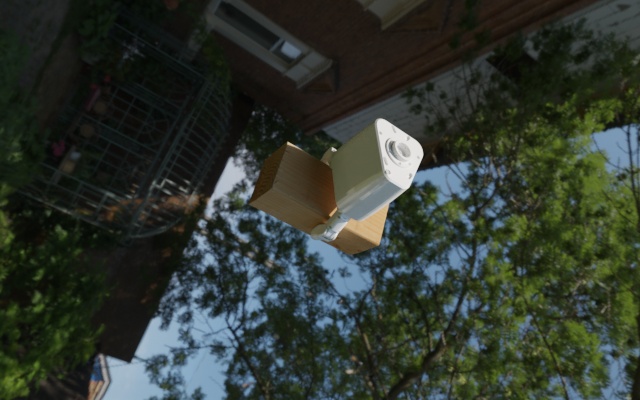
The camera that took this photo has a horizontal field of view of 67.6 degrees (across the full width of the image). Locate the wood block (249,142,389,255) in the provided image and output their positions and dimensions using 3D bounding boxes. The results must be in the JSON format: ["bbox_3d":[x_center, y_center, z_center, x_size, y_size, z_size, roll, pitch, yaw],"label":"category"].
[{"bbox_3d":[0.000,0.003,0.789,0.206,0.090,0.090,29,-29,-21],"label":"wood block"}]
